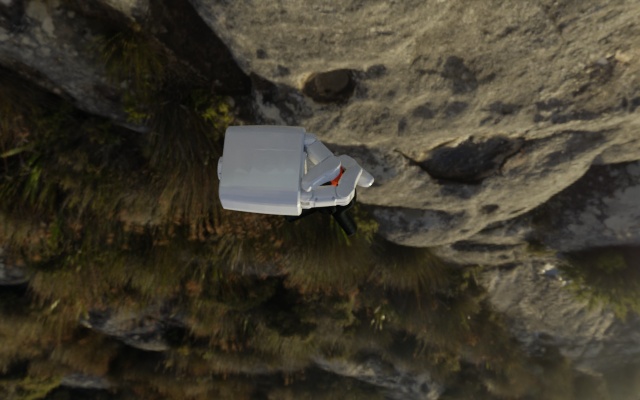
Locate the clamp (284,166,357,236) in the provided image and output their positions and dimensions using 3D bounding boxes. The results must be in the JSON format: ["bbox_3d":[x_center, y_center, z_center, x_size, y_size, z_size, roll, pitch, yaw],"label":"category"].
[{"bbox_3d":[0.000,0.003,0.725,0.120,0.039,0.172,3,-32,2],"label":"clamp"}]
